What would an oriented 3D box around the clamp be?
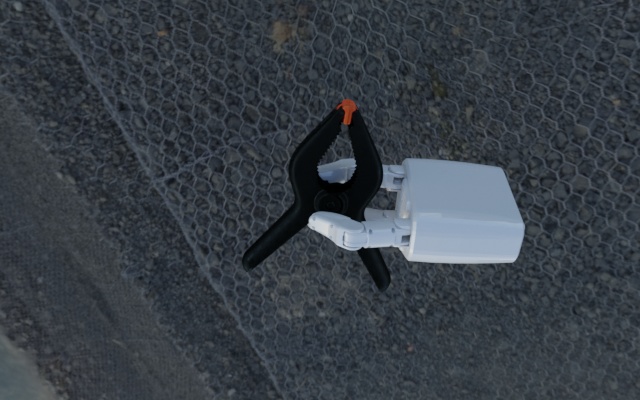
[{"bbox_3d":[0.000,0.001,0.491,0.164,0.210,0.036,2,25,-1],"label":"clamp"}]
